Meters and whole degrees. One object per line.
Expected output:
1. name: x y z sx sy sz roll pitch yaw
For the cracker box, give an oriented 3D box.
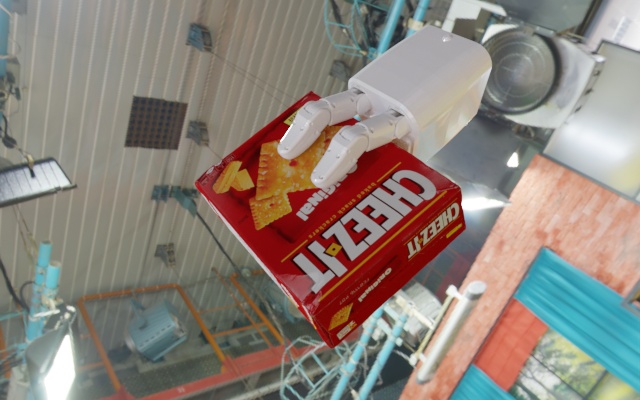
1. cracker box: 0.000 0.002 0.456 0.213 0.164 0.072 41 -15 39
